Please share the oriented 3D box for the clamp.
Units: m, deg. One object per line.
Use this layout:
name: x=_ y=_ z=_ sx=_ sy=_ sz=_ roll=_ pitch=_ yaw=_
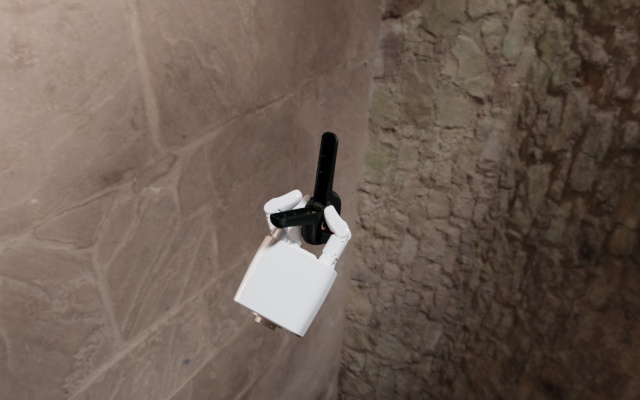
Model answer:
clamp: x=0.001 y=0.003 z=0.746 sx=0.036 sy=0.164 sz=0.210 roll=23 pitch=-16 yaw=24
